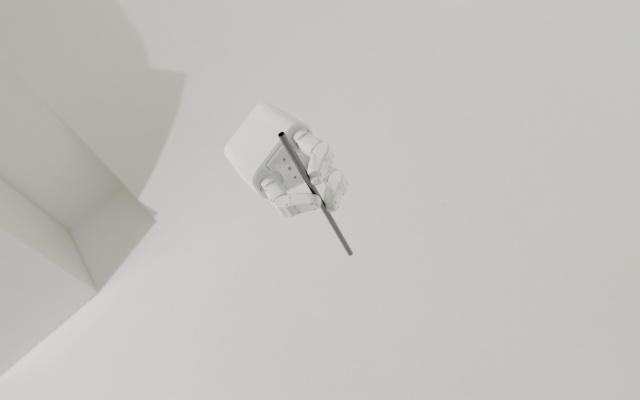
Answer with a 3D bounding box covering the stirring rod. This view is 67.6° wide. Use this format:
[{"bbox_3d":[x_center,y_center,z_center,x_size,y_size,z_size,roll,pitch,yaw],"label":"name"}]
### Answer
[{"bbox_3d":[0.000,0.002,0.607,0.011,0.011,0.240,0,-38,27],"label":"stirring rod"}]
